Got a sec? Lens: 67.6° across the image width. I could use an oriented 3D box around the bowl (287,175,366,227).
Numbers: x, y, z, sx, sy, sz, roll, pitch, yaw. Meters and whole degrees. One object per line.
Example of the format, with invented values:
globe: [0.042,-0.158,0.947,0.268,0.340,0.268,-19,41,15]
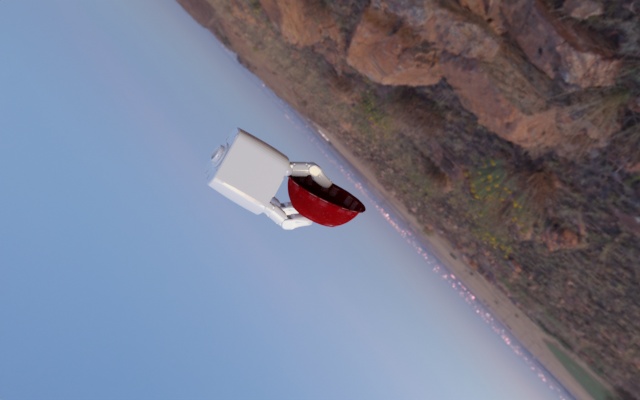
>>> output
bowl: [0.001,0.004,0.882,0.162,0.055,0.162,24,14,-7]
